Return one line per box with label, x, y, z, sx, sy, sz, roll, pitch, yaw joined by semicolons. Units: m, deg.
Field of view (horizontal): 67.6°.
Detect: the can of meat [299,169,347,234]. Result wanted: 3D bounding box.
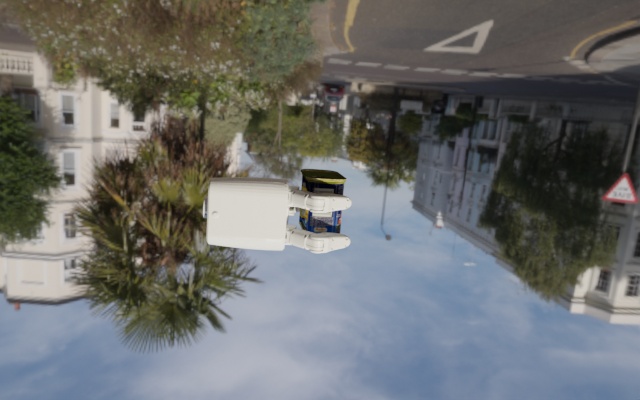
can of meat;0.000;0.003;0.693;0.057;0.084;0.102;3;10;-9
